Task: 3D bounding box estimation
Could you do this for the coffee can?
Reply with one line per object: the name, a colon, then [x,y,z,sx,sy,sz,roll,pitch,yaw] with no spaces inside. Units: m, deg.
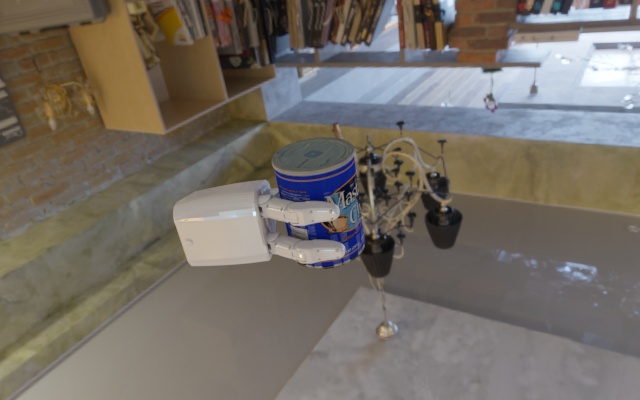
coffee can: [0.000,0.002,0.618,0.103,0.140,0.102,-7,28,4]
